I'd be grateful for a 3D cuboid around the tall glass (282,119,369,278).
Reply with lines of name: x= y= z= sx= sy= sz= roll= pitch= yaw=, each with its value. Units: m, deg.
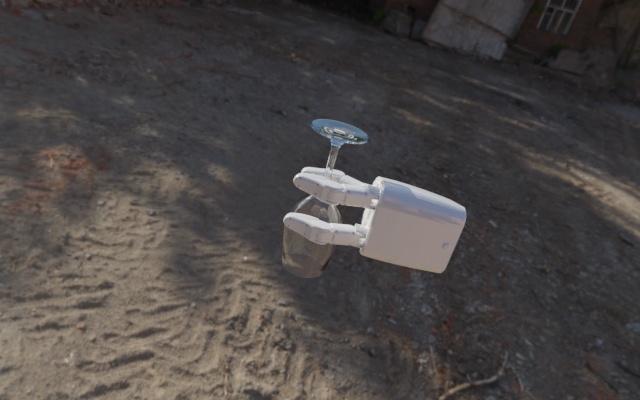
tall glass: x=0.000 y=0.001 z=0.621 sx=0.079 sy=0.201 sz=0.079 roll=13 pitch=25 yaw=-6
